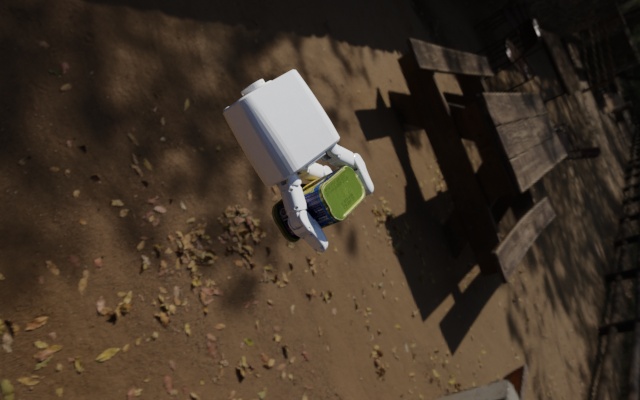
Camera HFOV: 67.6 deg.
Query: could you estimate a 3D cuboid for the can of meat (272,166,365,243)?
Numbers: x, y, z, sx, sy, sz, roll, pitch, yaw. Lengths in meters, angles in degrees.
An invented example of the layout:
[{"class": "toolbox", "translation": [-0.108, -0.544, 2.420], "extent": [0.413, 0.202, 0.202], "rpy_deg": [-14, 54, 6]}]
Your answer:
[{"class": "can of meat", "translation": [0.000, 0.002, 0.624], "extent": [0.084, 0.057, 0.102], "rpy_deg": [-24, 11, 36]}]
